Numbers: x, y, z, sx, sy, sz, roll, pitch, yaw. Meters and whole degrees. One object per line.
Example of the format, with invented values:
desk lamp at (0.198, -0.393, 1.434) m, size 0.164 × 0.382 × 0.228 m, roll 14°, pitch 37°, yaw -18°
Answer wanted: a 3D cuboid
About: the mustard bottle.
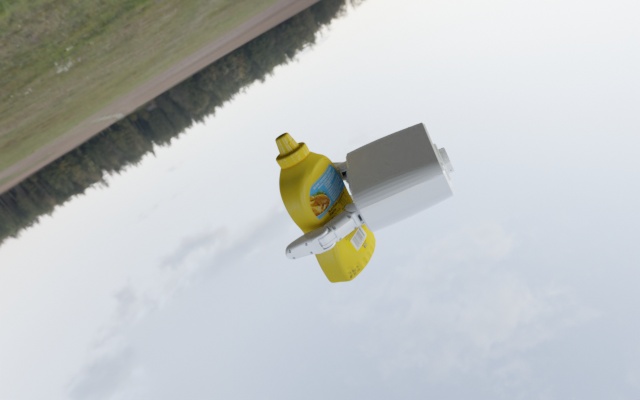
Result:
mustard bottle at (0.000, 0.002, 0.588) m, size 0.058 × 0.192 × 0.096 m, roll -13°, pitch 27°, yaw 38°
